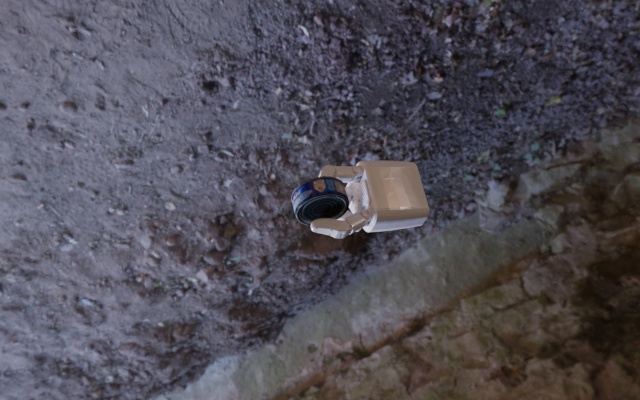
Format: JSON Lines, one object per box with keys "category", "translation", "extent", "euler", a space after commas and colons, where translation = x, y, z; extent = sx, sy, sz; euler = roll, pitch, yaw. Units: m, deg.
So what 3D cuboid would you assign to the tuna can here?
{"category": "tuna can", "translation": [0.000, 0.003, 0.727], "extent": [0.086, 0.033, 0.086], "euler": [-10, -34, -7]}
